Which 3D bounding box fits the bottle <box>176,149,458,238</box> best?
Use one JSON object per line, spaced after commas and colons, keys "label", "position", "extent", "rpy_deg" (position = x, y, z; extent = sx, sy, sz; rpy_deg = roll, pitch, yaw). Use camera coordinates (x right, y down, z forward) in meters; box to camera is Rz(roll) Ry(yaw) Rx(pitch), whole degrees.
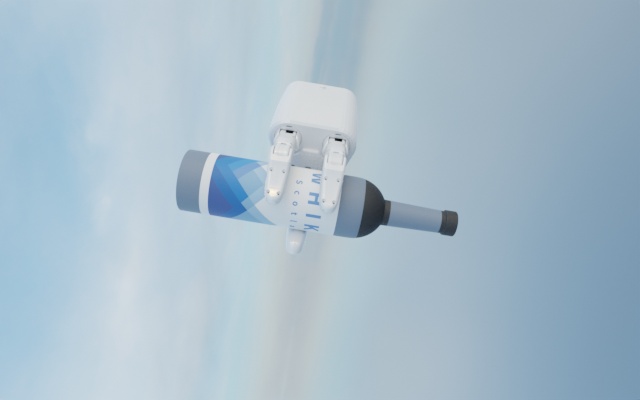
{"label": "bottle", "position": [0.000, 0.002, 0.516], "extent": [0.296, 0.069, 0.069], "rpy_deg": [9, 0, -1]}
